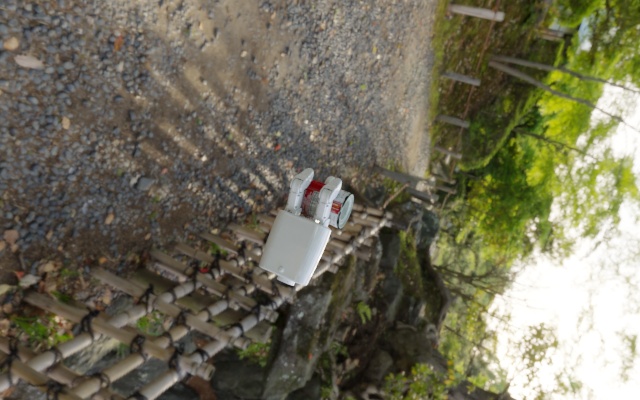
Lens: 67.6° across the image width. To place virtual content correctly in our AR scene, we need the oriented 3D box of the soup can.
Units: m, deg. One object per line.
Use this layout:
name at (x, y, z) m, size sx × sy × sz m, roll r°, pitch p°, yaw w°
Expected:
soup can at (0.001, 0.002, 0.856) m, size 0.102 × 0.068 × 0.068 m, roll 20°, pitch 6°, yaw 17°
